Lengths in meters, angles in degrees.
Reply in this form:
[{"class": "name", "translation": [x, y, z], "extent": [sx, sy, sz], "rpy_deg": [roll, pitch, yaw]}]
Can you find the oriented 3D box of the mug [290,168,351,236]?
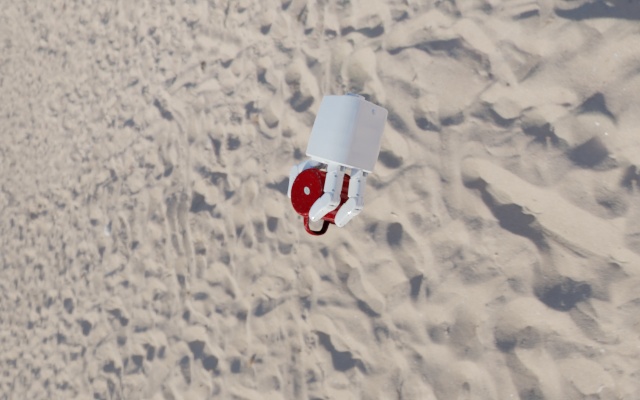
[{"class": "mug", "translation": [0.000, 0.004, 0.816], "extent": [0.081, 0.117, 0.093], "rpy_deg": [11, 5, -43]}]
